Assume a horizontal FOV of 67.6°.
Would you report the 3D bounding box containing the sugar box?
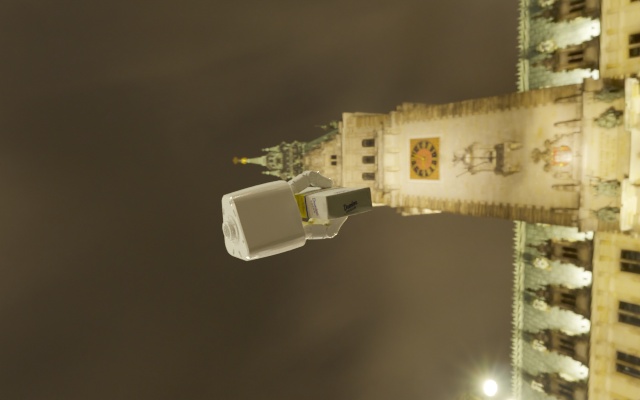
[{"bbox_3d":[0.000,0.003,0.836,0.093,0.048,0.176,-12,10,-32],"label":"sugar box"}]
